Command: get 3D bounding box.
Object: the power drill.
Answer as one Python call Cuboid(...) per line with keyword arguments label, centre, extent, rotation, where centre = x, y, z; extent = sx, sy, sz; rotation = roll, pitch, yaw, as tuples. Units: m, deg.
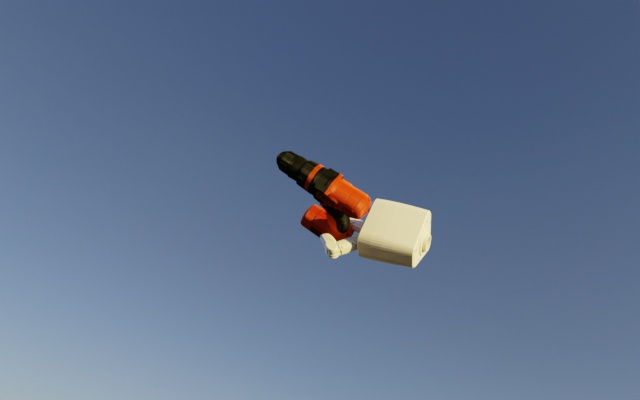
Cuboid(label="power drill", centre=(0.000, 0.003, 0.873), extent=(0.184, 0.057, 0.188), rotation=(34, -22, 16))
